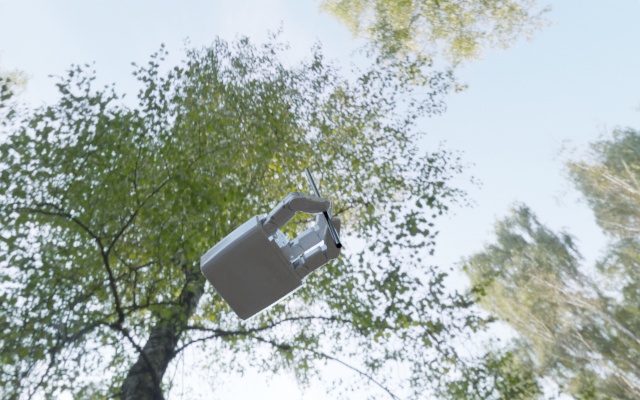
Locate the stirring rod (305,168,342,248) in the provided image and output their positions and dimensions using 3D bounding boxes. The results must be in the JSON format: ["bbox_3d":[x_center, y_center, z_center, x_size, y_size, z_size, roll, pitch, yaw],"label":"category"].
[{"bbox_3d":[0.000,0.002,0.691,0.011,0.011,0.239,0,26,-12],"label":"stirring rod"}]
